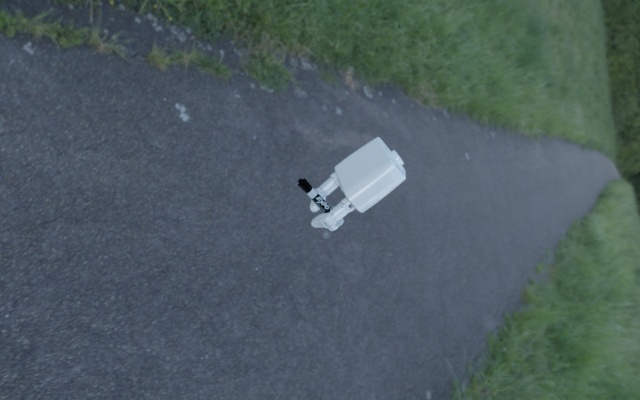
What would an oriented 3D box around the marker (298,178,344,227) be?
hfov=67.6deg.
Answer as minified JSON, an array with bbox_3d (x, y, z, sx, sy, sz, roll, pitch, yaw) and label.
[{"bbox_3d":[0.000,0.003,0.895,0.121,0.020,0.020,47,-22,-22],"label":"marker"}]
